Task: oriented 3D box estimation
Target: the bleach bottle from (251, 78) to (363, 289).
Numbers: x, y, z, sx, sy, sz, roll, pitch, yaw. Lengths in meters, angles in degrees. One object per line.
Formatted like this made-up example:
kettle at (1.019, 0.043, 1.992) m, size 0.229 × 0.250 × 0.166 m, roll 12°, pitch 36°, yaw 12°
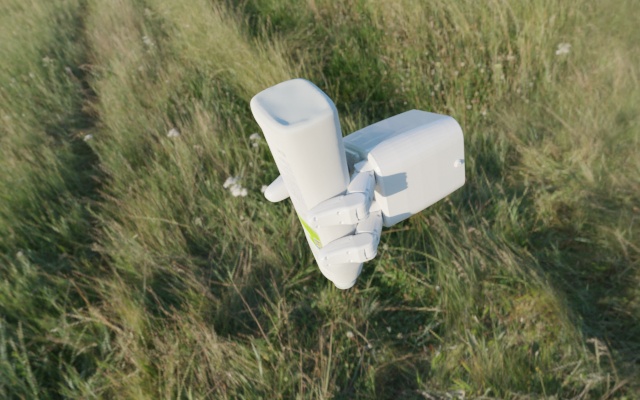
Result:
bleach bottle at (0.000, 0.002, 0.524) m, size 0.068 × 0.251 × 0.102 m, roll -25°, pitch 40°, yaw -11°
